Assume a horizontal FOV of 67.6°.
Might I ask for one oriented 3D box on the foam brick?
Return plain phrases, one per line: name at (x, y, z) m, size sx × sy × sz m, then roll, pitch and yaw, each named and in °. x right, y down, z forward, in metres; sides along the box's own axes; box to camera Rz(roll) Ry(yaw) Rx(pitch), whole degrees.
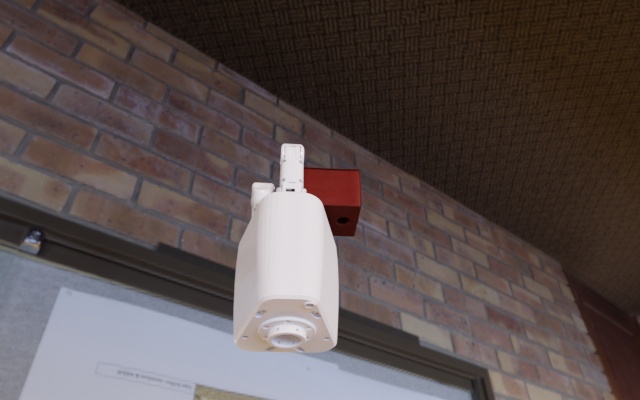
foam brick at (0.000, 0.001, 0.491) m, size 0.078 × 0.051 × 0.053 m, roll 2°, pitch -41°, yaw -5°
